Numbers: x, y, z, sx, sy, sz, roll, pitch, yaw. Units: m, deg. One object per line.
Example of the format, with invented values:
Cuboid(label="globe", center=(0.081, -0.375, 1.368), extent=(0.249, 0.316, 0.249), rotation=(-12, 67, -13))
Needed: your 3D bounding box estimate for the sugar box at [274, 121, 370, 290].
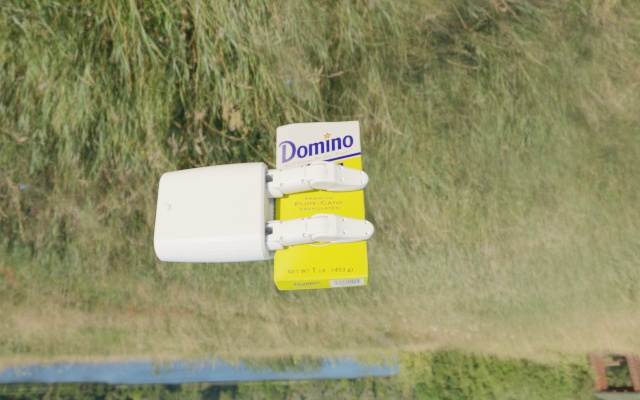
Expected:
Cuboid(label="sugar box", center=(0.000, 0.002, 0.500), extent=(0.093, 0.176, 0.048), rotation=(-3, -22, 2))
